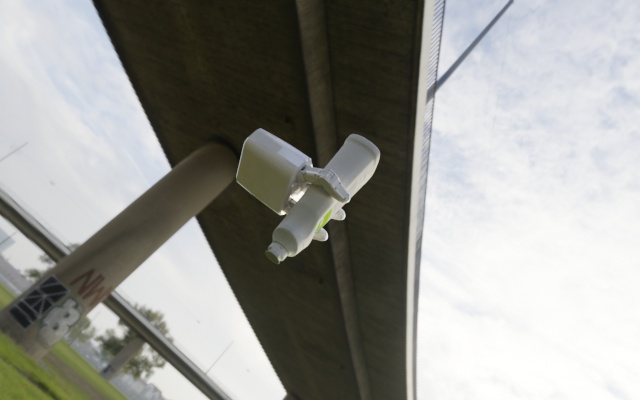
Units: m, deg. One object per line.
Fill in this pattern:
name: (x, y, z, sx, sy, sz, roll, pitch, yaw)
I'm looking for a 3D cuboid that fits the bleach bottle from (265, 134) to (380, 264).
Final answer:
bleach bottle: (0.000, 0.003, 0.788, 0.068, 0.250, 0.103, 35, -30, 13)
